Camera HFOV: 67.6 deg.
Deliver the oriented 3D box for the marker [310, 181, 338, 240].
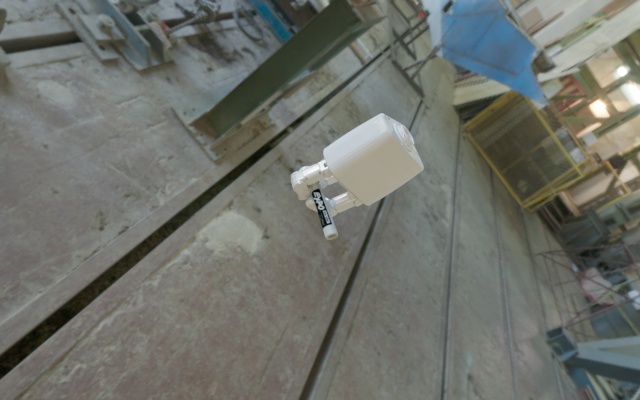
[{"bbox_3d":[0.000,0.002,0.715,0.020,0.121,0.020,-14,-30,-8],"label":"marker"}]
